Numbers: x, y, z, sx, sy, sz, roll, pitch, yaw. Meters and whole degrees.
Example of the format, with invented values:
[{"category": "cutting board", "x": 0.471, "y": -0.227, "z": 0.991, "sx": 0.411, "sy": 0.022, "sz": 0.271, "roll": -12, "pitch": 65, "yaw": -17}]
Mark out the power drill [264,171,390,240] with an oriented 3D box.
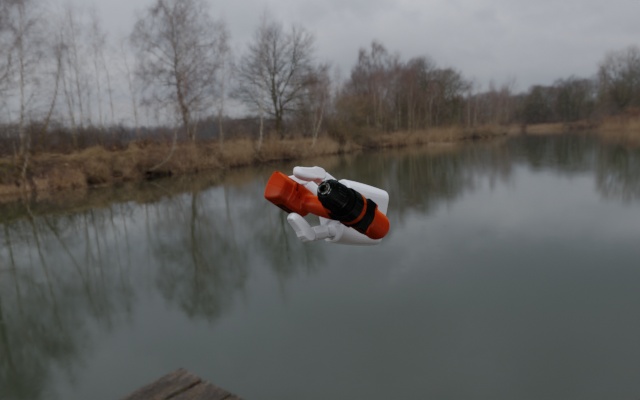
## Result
[{"category": "power drill", "x": 0.000, "y": 0.002, "z": 0.770, "sx": 0.187, "sy": 0.057, "sz": 0.184, "roll": 16, "pitch": -13, "yaw": 38}]
